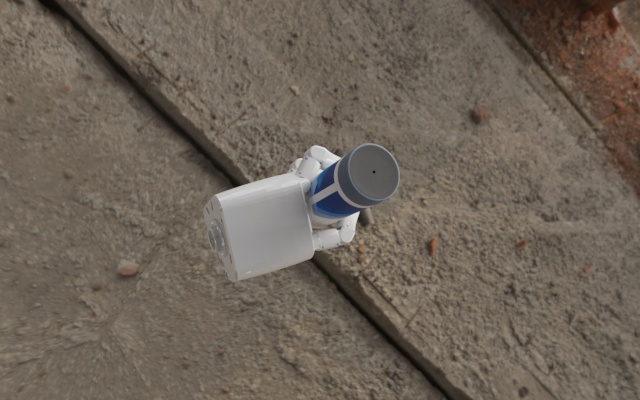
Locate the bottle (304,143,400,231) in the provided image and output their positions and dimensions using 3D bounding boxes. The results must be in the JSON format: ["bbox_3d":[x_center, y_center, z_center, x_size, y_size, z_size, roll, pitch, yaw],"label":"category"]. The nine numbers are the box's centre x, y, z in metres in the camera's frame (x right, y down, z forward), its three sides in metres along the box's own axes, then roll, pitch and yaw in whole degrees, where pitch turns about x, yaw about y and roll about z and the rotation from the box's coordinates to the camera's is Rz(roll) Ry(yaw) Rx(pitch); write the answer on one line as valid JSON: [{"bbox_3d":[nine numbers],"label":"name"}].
[{"bbox_3d":[0.000,0.002,0.651,0.069,0.069,0.296,0,-13,-24],"label":"bottle"}]
